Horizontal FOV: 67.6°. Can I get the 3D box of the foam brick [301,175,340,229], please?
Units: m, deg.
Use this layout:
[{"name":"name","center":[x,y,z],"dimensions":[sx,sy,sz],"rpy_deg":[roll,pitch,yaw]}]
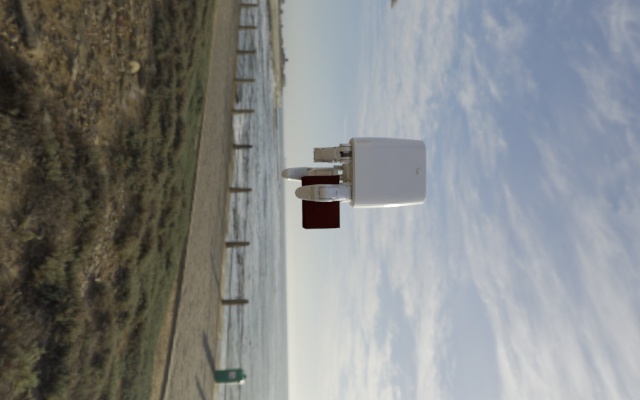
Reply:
[{"name":"foam brick","center":[0.000,0.003,0.693],"dimensions":[0.051,0.078,0.053],"rpy_deg":[-1,2,-7]}]
